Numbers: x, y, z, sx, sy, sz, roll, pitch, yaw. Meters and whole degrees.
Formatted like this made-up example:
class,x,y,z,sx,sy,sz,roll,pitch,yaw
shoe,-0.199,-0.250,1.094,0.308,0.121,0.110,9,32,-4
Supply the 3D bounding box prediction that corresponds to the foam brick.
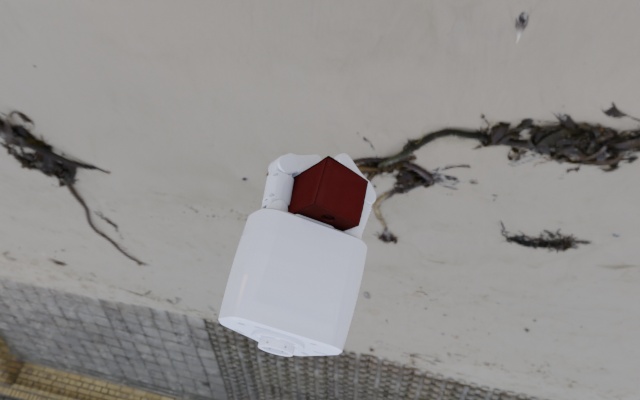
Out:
class,x,y,z,sx,sy,sz,roll,pitch,yaw
foam brick,0.000,0.001,0.467,0.053,0.051,0.078,29,-31,-25
